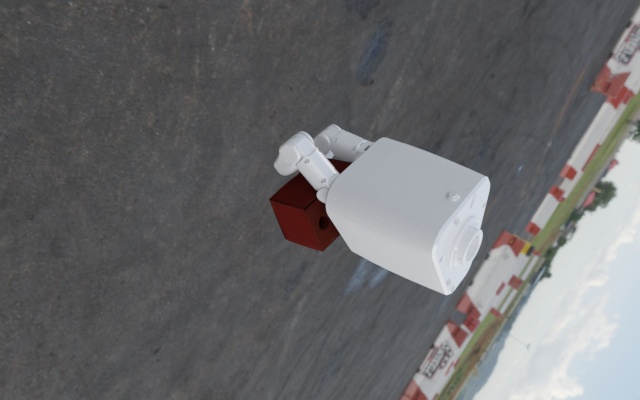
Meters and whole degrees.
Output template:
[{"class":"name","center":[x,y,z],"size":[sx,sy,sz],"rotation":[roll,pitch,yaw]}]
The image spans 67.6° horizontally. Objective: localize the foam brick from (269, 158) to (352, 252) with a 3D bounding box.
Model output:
[{"class":"foam brick","center":[0.000,0.002,0.462],"size":[0.051,0.053,0.078],"rotation":[17,49,42]}]
